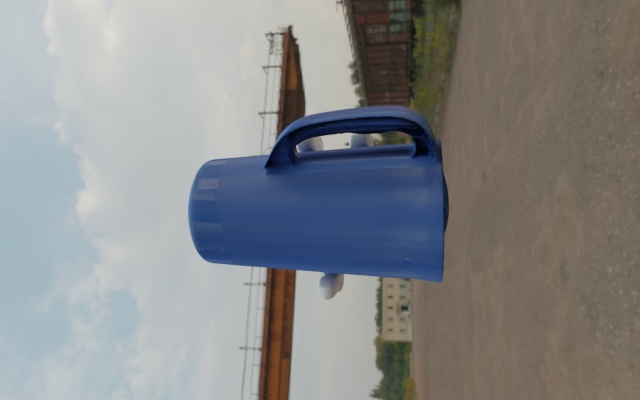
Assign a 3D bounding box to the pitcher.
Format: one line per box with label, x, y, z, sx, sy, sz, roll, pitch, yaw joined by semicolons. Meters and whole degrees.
pitcher;0.000;0.002;0.466;0.243;0.149;0.145;0;-8;11
